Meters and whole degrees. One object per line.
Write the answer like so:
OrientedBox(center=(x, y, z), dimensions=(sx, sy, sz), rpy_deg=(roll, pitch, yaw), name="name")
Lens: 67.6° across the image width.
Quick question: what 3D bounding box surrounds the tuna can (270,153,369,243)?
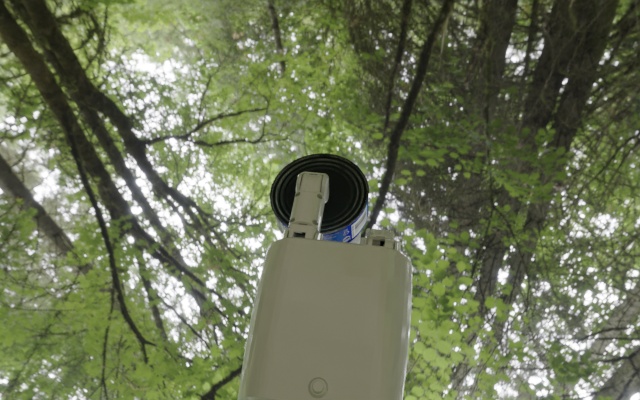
OrientedBox(center=(0.000, 0.002, 0.423), dimensions=(0.086, 0.086, 0.034), rpy_deg=(0, -35, 6), name="tuna can")
